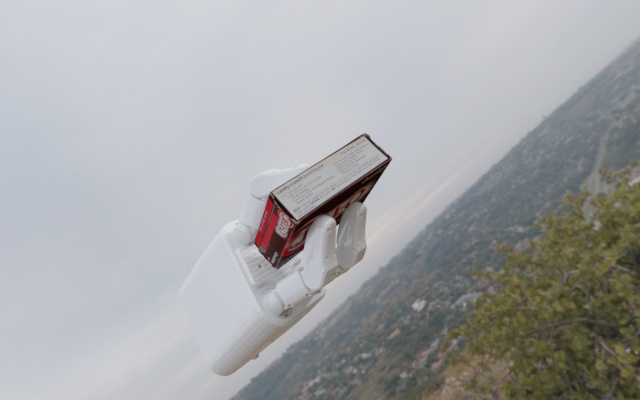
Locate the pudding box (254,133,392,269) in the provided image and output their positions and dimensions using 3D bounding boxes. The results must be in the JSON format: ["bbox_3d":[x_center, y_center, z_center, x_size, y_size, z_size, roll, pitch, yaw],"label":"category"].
[{"bbox_3d":[0.000,0.001,0.414,0.113,0.039,0.090,-36,-14,-31],"label":"pudding box"}]
